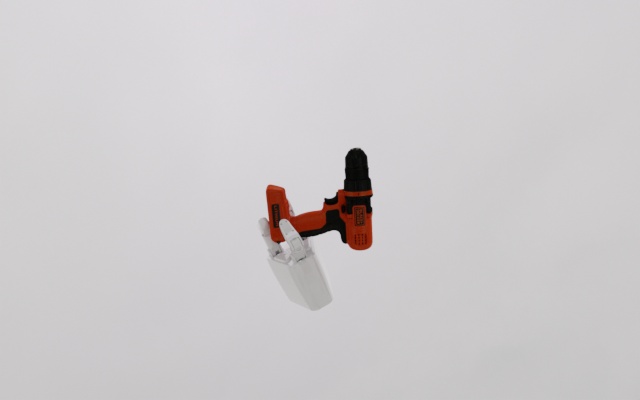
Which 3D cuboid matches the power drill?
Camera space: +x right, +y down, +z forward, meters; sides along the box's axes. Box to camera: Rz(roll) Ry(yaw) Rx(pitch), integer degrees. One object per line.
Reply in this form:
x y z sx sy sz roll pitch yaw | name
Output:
0.000 0.003 0.850 0.187 0.184 0.057 -3 8 4 | power drill
